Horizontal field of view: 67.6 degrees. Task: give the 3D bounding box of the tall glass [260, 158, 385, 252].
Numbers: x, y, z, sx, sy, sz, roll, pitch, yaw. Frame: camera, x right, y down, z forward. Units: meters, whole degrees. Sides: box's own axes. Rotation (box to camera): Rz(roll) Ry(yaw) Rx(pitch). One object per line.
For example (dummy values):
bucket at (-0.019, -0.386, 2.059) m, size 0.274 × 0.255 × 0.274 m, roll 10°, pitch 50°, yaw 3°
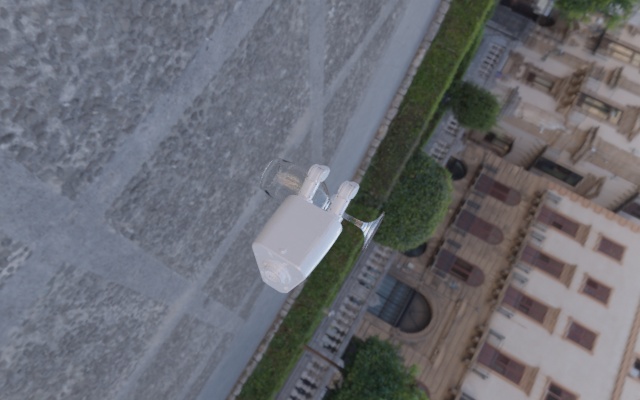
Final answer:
tall glass at (0.001, 0.003, 0.783) m, size 0.201 × 0.079 × 0.079 m, roll 30°, pitch 6°, yaw 11°
